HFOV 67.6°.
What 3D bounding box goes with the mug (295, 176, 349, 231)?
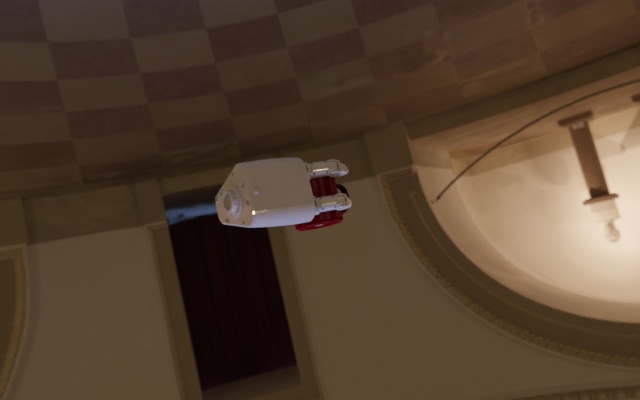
[{"bbox_3d":[0.001,0.003,0.803,0.117,0.081,0.093,-6,-10,-37],"label":"mug"}]
